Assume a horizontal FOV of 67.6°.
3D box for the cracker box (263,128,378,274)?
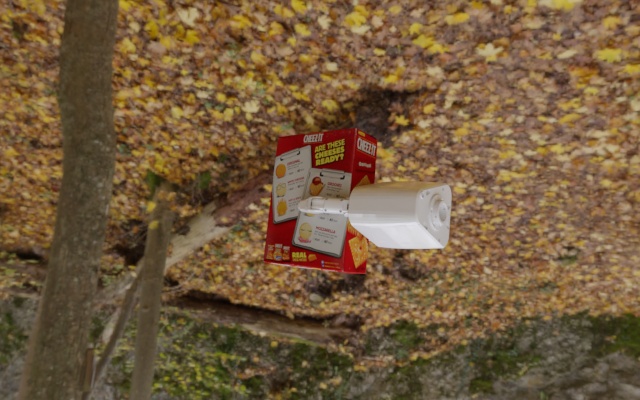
[{"bbox_3d":[0.000,0.003,0.764,0.164,0.213,0.072,0,-10,38],"label":"cracker box"}]
